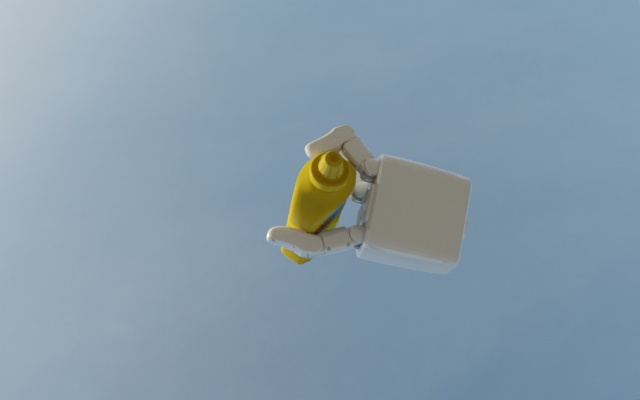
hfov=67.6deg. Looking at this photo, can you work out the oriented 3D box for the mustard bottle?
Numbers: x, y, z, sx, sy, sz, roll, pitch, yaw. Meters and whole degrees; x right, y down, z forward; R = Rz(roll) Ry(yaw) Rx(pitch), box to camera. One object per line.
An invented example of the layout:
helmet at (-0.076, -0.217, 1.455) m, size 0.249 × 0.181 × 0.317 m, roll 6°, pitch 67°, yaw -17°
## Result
mustard bottle at (0.000, 0.002, 0.543) m, size 0.058 × 0.096 × 0.192 m, roll 35°, pitch -26°, yaw 8°
